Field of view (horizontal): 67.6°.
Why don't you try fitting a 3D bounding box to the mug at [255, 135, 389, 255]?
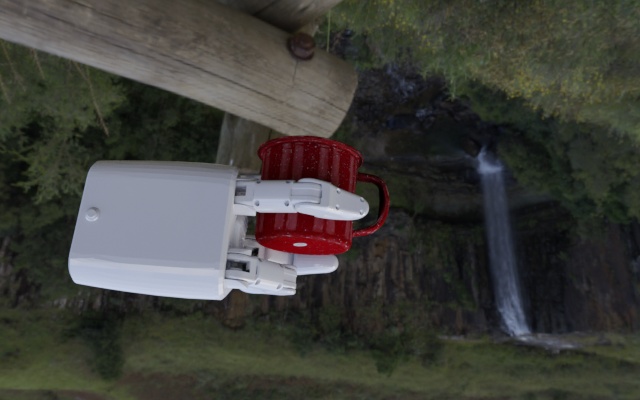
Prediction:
[{"bbox_3d":[0.001,0.002,0.409,0.117,0.081,0.093,5,-16,-1],"label":"mug"}]
